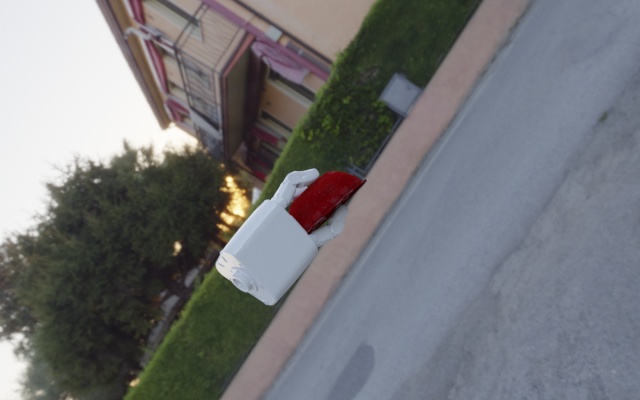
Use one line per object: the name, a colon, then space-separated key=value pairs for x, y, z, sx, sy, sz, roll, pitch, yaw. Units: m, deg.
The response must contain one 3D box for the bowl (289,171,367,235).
bowl: x=0.001 y=0.002 z=0.790 sx=0.162 sy=0.055 sz=0.162 roll=-42 pitch=-5 yaw=-4
